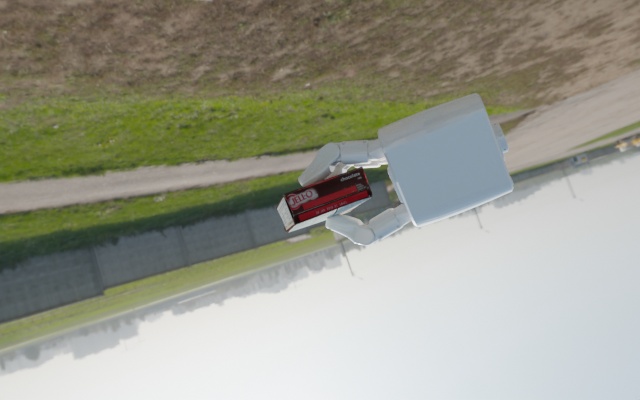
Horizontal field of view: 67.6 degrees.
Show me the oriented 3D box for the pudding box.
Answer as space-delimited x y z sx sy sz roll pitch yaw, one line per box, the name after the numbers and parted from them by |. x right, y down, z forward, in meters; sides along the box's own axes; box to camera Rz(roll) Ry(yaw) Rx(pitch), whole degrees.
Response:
0.000 0.002 0.538 0.090 0.039 0.113 -19 -6 -12 | pudding box
